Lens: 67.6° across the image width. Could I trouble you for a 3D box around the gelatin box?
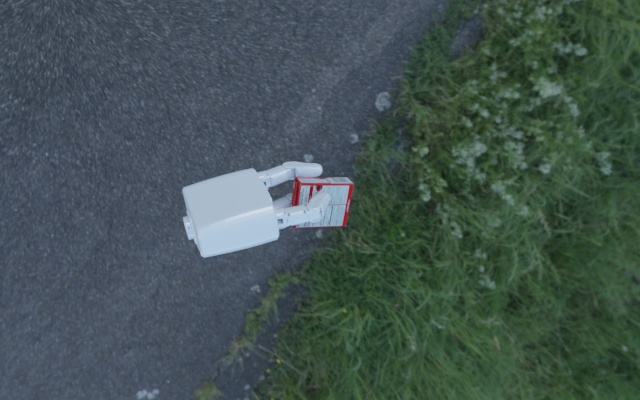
[{"bbox_3d":[0.001,0.003,0.722,0.089,0.073,0.030,-1,25,-21],"label":"gelatin box"}]
